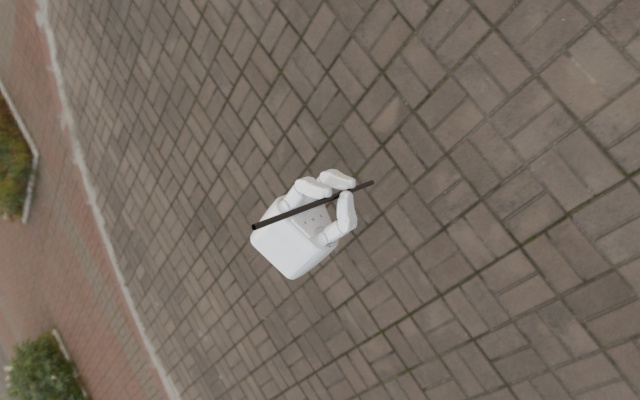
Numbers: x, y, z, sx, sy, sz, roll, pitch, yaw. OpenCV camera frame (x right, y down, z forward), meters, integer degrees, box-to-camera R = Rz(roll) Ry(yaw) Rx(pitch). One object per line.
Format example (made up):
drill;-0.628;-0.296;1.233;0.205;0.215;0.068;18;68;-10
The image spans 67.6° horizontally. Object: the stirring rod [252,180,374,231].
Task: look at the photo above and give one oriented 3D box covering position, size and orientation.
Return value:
stirring rod;0.000;0.002;0.655;0.011;0.011;0.239;0;14;43
